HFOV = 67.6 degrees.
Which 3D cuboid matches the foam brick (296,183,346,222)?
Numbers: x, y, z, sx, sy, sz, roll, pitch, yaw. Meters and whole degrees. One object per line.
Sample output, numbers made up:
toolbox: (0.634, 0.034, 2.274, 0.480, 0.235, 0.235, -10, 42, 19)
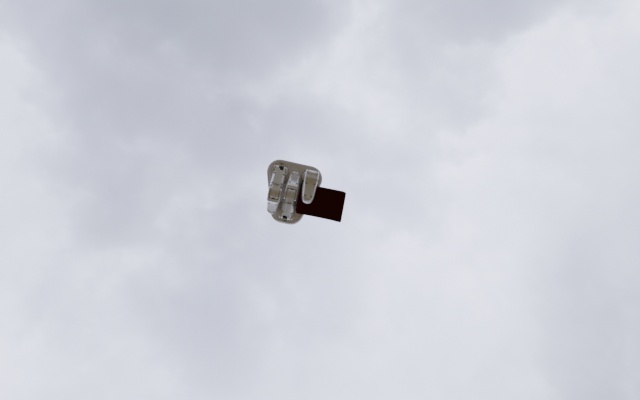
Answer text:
foam brick: (0.000, 0.003, 0.821, 0.078, 0.053, 0.051, 12, 2, -4)
